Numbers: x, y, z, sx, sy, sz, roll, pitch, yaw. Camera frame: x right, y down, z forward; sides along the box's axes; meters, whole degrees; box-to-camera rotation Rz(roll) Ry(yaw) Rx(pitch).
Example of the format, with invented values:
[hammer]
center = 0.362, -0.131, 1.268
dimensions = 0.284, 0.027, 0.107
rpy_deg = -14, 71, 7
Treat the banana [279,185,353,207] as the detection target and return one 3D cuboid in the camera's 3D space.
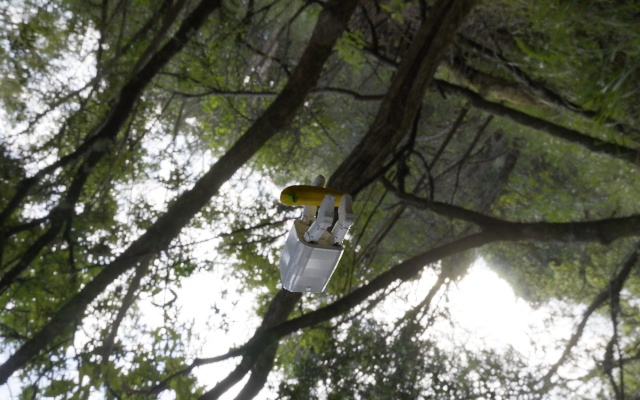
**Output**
[banana]
center = -0.016, -0.005, 0.882
dimensions = 0.069, 0.037, 0.198
rpy_deg = 28, 16, 31
